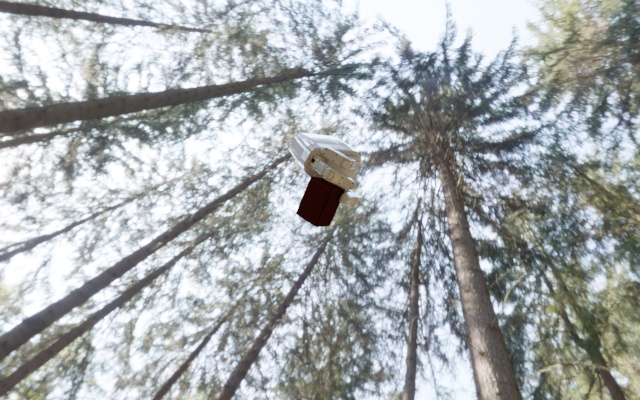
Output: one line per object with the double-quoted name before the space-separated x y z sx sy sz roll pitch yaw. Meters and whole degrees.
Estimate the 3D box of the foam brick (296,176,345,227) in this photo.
"foam brick" 0.000 0.003 0.875 0.051 0.078 0.053 28 11 26
